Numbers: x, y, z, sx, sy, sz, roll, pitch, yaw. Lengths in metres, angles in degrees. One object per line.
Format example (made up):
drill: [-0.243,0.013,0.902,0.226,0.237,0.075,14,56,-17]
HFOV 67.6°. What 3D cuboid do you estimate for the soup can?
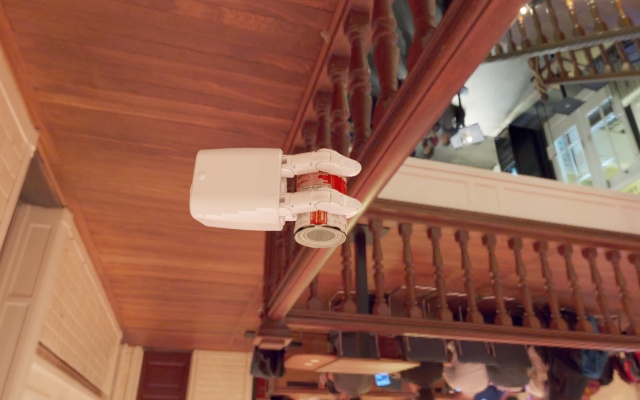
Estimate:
soup can: [0.001,0.002,0.617,0.068,0.102,0.068,1,-28,0]
